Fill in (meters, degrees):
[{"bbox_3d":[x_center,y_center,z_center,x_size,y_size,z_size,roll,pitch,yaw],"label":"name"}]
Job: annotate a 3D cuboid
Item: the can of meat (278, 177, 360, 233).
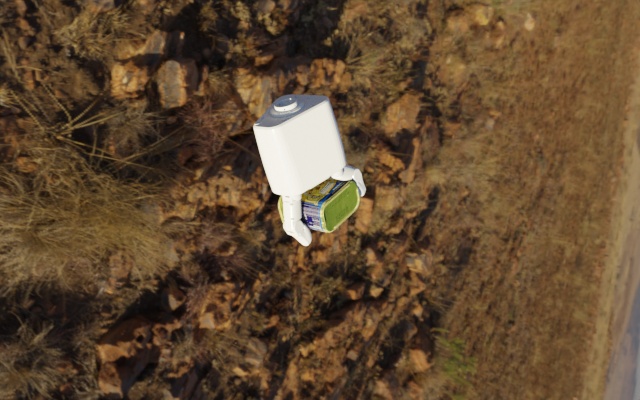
[{"bbox_3d":[0.000,0.003,0.739,0.084,0.057,0.102,11,36,36],"label":"can of meat"}]
